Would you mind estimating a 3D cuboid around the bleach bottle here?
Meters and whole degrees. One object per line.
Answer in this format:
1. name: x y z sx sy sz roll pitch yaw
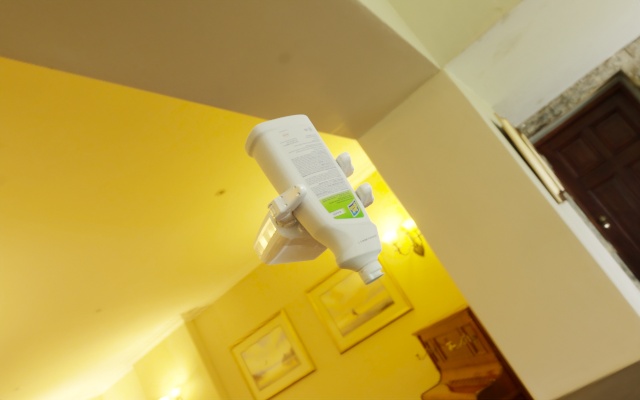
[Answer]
1. bleach bottle: 0.000 0.002 0.644 0.102 0.250 0.068 -20 -21 -33
